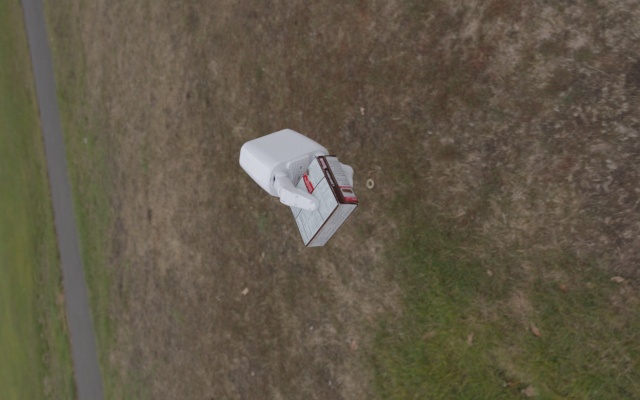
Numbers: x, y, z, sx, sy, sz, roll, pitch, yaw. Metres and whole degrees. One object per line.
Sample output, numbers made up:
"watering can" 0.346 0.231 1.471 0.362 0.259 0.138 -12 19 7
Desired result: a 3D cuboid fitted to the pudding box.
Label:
"pudding box" 0.000 0.002 0.698 0.039 0.090 0.113 -4 -34 -34
